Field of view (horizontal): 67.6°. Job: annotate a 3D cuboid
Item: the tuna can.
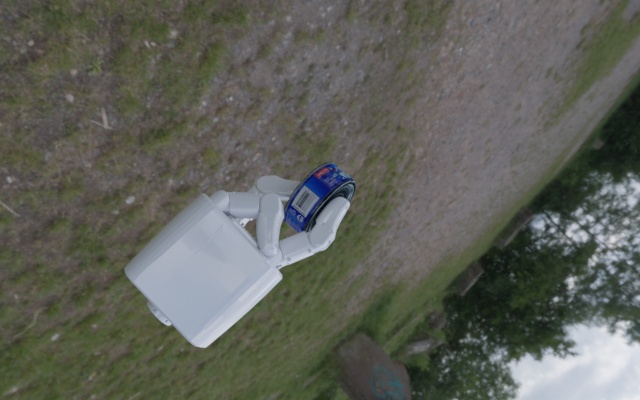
[{"bbox_3d":[0.001,0.002,0.526,0.033,0.086,0.086,40,15,18],"label":"tuna can"}]
